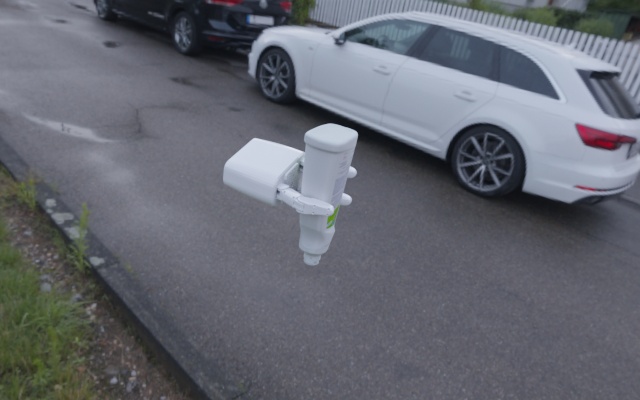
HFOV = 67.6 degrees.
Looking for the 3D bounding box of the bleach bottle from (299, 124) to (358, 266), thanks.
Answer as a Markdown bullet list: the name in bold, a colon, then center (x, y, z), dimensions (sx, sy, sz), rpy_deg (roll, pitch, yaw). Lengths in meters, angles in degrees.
- **bleach bottle**: center (0.000, 0.003, 0.811), dimensions (0.068, 0.251, 0.102), rpy_deg (21, 27, 20)
